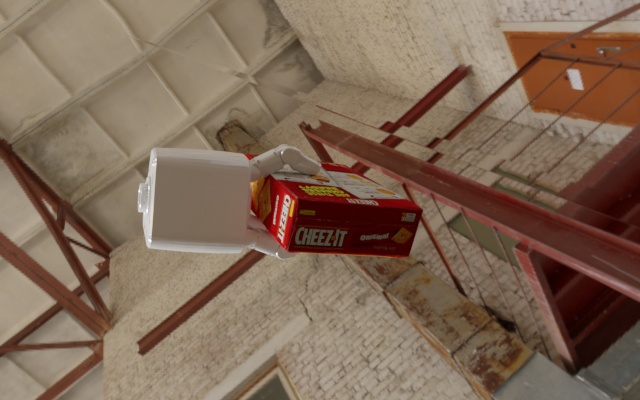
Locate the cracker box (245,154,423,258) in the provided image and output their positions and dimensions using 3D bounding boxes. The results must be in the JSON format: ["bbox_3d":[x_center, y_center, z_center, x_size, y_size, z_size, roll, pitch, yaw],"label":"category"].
[{"bbox_3d":[0.000,0.002,0.620,0.164,0.072,0.213,5,16,-25],"label":"cracker box"}]
